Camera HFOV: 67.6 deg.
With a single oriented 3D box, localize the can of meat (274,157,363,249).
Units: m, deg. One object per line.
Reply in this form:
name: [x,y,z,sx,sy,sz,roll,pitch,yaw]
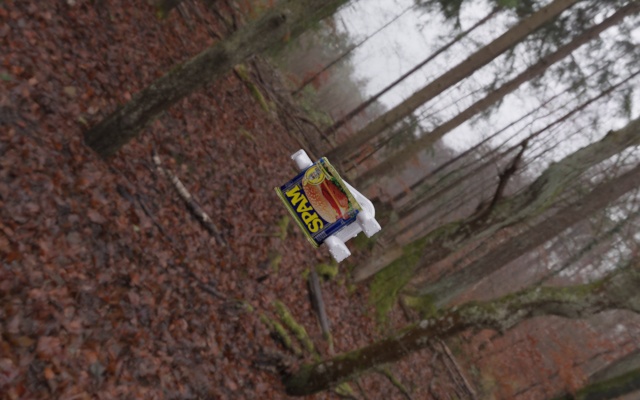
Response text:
can of meat: [0.000,0.002,0.661,0.084,0.102,0.057,-35,-12,2]
